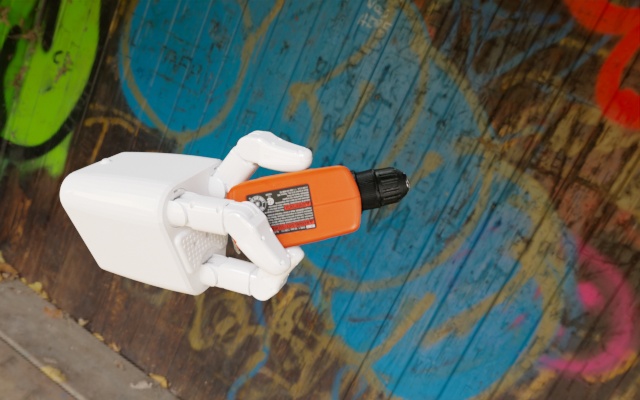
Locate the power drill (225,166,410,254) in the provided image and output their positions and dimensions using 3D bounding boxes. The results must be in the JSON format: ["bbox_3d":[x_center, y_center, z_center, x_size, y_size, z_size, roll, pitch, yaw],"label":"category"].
[{"bbox_3d":[0.000,0.001,0.451,0.184,0.057,0.187,-13,0,5],"label":"power drill"}]
